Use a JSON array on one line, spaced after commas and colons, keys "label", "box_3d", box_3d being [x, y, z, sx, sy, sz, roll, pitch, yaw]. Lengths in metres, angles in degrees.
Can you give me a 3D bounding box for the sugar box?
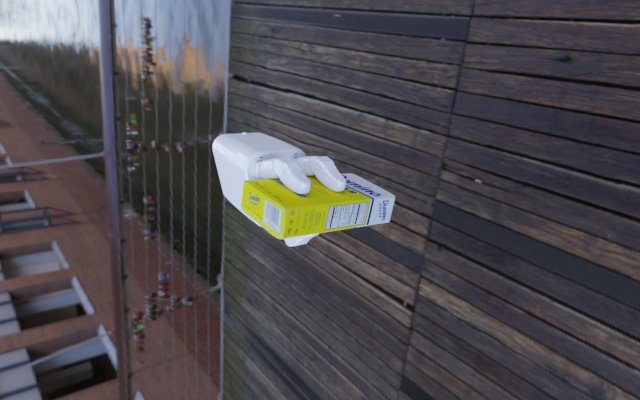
[{"label": "sugar box", "box_3d": [0.000, 0.001, 0.602, 0.176, 0.048, 0.093, -9, 28, -38]}]
